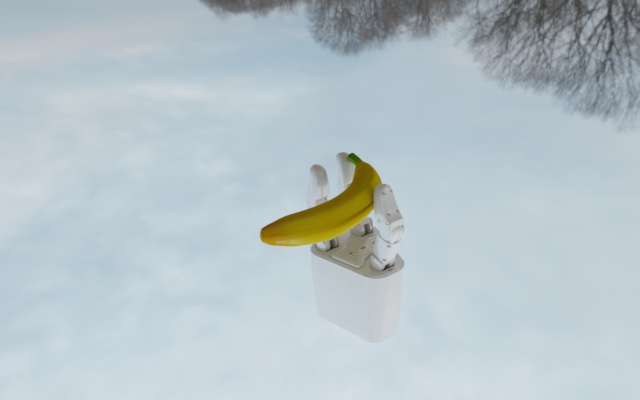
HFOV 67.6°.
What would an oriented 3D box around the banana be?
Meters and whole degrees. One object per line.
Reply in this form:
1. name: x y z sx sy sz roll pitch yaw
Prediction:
1. banana: 0.018 0.005 0.513 0.069 0.037 0.197 15 33 26
